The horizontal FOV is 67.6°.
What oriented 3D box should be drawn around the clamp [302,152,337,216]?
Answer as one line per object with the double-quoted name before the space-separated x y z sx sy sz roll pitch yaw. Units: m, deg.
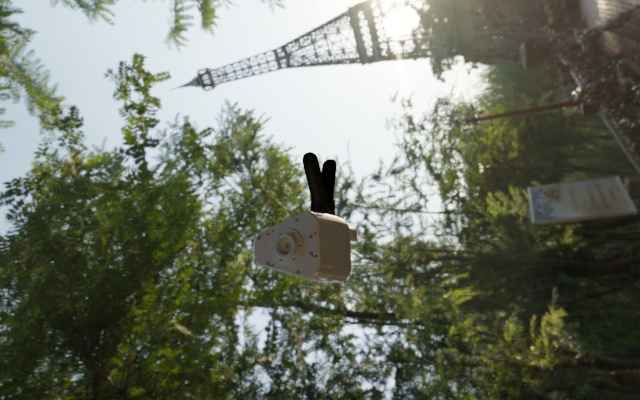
"clamp" 0.000 0.003 0.780 0.039 0.171 0.120 -7 -12 24
